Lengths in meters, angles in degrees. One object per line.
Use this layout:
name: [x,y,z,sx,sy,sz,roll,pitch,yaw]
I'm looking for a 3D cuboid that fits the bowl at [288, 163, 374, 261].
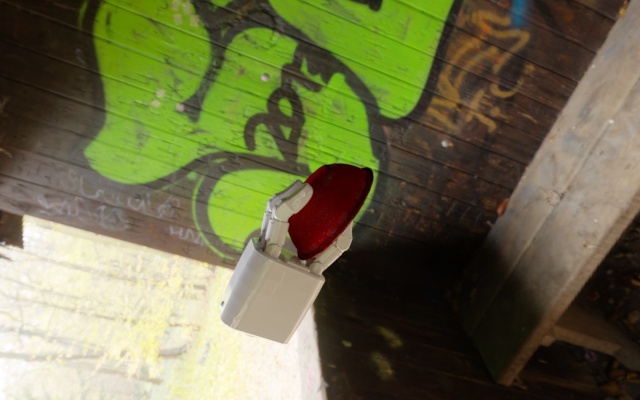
bowl: [0.000,0.001,0.665,0.055,0.162,0.162,39,-12,-15]
